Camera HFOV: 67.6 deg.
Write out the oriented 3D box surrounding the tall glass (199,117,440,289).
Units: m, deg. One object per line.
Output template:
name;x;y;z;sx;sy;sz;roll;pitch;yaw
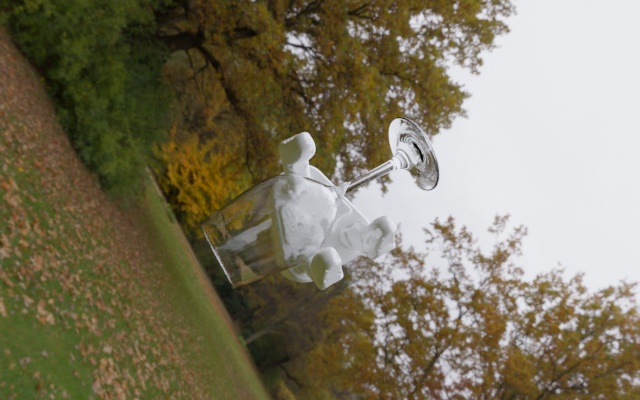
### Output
tall glass;0.001;0.001;0.416;0.201;0.079;0.079;-27;7;-15
